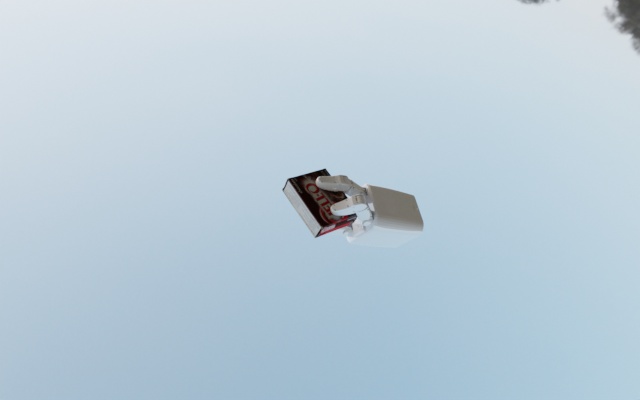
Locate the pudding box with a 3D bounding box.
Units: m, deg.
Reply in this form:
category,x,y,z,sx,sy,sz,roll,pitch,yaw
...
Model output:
category,x,y,z,sx,sy,sz,roll,pitch,yaw
pudding box,0.000,0.003,0.836,0.090,0.113,0.039,-18,-30,-40
